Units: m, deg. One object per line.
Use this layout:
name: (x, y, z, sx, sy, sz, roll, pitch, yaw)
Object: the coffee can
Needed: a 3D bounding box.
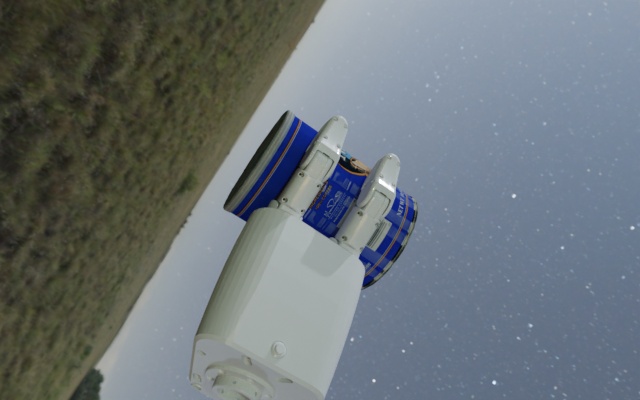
coffee can: (0.000, 0.001, 0.429, 0.140, 0.103, 0.103, 33, -8, -13)
